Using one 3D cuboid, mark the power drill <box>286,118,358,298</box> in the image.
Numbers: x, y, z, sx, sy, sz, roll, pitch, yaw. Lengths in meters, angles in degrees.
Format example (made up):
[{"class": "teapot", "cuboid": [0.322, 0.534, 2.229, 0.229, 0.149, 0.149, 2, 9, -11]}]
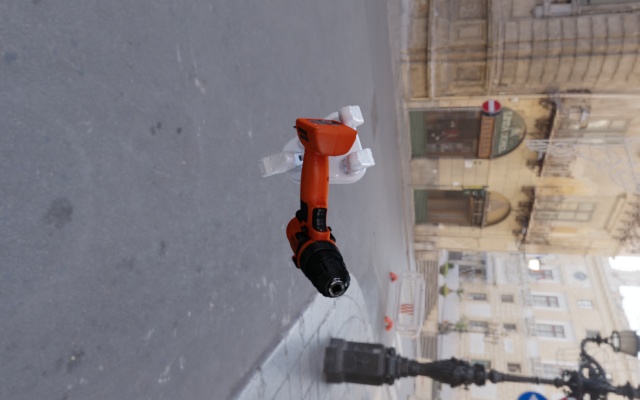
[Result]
[{"class": "power drill", "cuboid": [0.000, 0.001, 0.572, 0.057, 0.188, 0.184, 2, 17, -18]}]
